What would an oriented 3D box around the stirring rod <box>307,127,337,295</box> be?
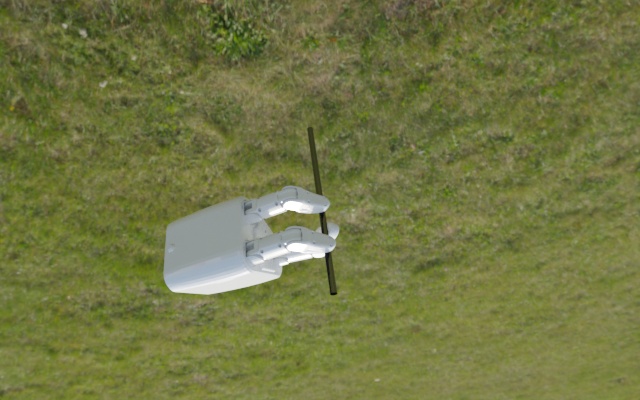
[{"bbox_3d":[0.000,0.002,0.583,0.011,0.239,0.011,-6,-33,-4],"label":"stirring rod"}]
